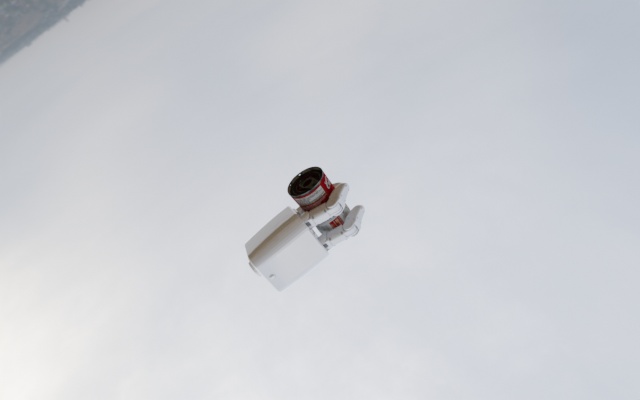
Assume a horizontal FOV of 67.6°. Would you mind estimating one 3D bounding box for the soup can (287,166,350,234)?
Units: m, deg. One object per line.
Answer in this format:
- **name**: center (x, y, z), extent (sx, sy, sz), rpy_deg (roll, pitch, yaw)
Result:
- **soup can**: center (0.001, 0.002, 0.800), extent (0.068, 0.068, 0.102), rpy_deg (0, -43, 44)
